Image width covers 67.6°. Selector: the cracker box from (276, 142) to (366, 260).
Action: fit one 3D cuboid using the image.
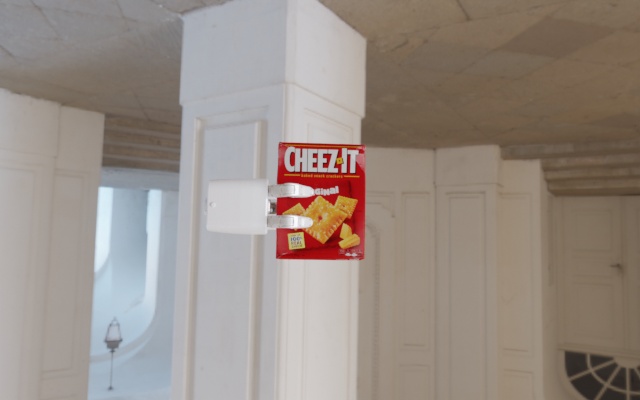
[{"bbox_3d":[0.000,0.003,0.888,0.164,0.213,0.072,1,-4,-4],"label":"cracker box"}]
